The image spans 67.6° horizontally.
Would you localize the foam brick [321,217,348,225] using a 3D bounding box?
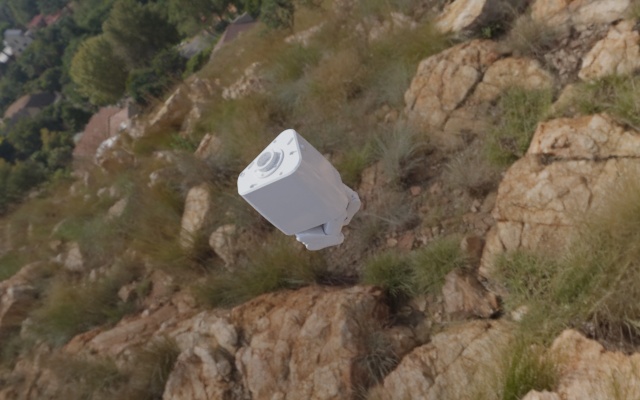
[{"bbox_3d":[0.000,0.002,0.732,0.053,0.078,0.051,-34,-50,17],"label":"foam brick"}]
